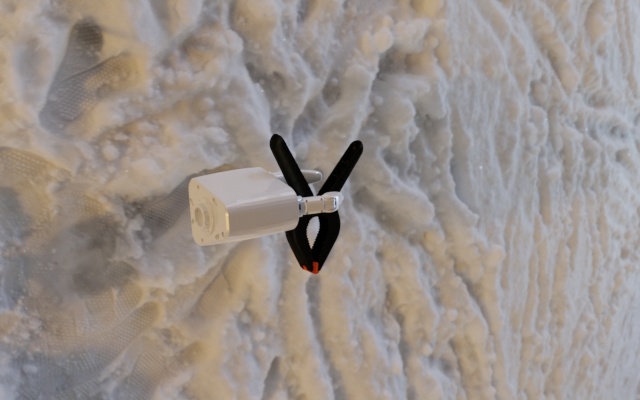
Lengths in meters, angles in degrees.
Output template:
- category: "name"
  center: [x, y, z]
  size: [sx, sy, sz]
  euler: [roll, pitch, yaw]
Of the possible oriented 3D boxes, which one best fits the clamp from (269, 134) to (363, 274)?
- category: "clamp"
  center: [0.000, 0.003, 0.710]
  size: [0.164, 0.210, 0.036]
  euler: [-10, 14, -36]
